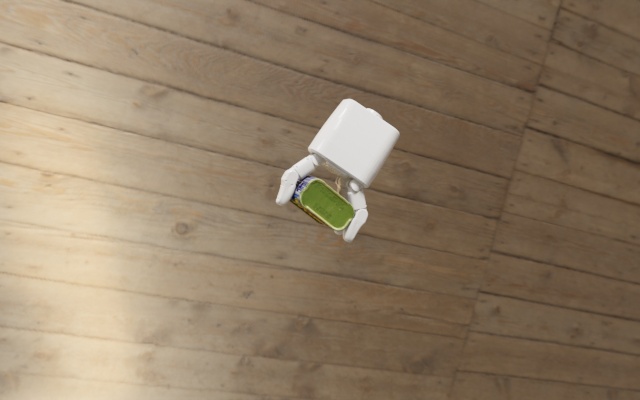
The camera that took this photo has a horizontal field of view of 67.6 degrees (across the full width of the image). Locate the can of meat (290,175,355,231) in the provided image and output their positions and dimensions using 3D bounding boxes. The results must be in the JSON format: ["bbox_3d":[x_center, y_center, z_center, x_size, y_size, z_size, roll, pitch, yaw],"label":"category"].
[{"bbox_3d":[0.000,0.003,0.793,0.102,0.057,0.084,38,-5,-19],"label":"can of meat"}]
